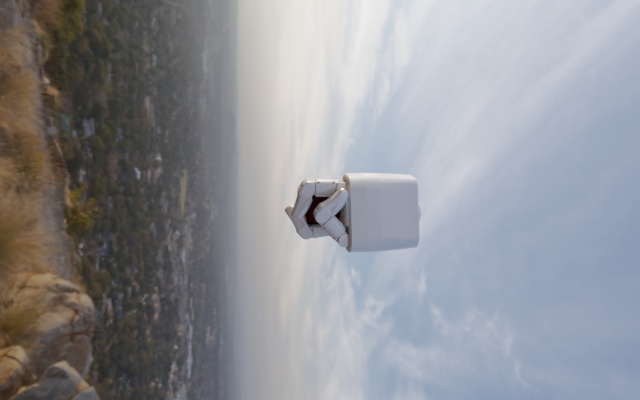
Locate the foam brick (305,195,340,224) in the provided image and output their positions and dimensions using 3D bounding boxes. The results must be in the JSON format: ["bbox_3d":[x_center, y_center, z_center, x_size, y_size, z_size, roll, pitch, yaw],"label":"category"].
[{"bbox_3d":[0.000,0.002,0.758,0.051,0.053,0.078,-2,15,-7],"label":"foam brick"}]
